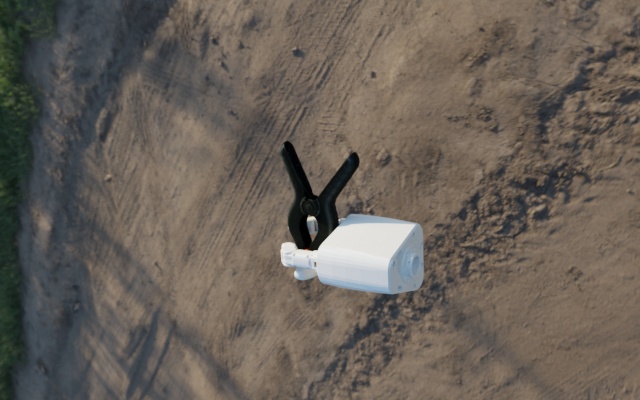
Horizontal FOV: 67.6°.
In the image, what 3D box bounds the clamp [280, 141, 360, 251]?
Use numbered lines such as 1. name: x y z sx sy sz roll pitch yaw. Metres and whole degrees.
1. clamp: 0.000 0.002 0.668 0.120 0.171 0.039 5 15 35
